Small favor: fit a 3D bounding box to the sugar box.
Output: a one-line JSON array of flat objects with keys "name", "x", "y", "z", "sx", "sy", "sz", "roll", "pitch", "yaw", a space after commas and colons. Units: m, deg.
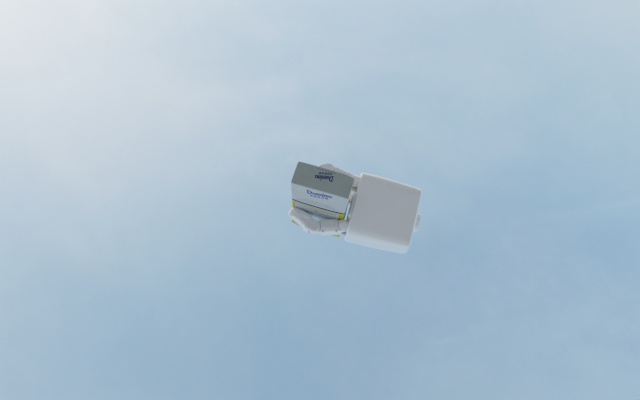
[{"name": "sugar box", "x": 0.000, "y": 0.002, "z": 0.799, "sx": 0.093, "sy": 0.048, "sz": 0.176, "roll": 16, "pitch": -26, "yaw": 4}]
